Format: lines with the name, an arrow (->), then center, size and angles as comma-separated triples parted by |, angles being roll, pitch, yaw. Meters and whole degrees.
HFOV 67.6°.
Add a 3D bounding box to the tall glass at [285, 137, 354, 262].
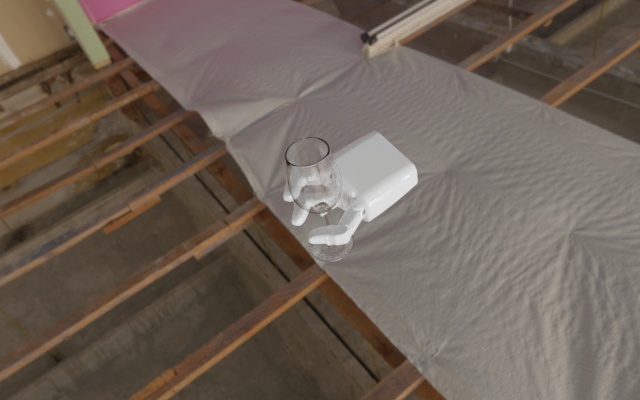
tall glass -> 0.000, 0.003, 0.712 | 0.079, 0.079, 0.201 | 0, -43, 15
